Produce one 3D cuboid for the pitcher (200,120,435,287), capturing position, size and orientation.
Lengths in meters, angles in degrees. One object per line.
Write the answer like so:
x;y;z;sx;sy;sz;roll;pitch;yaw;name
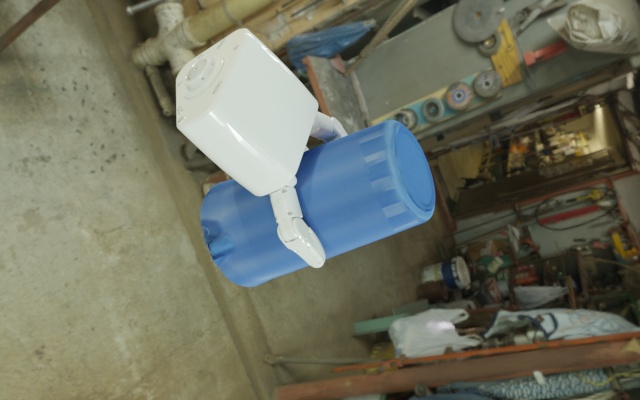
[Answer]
0.000;0.002;0.538;0.243;0.149;0.145;-20;-42;29;pitcher
